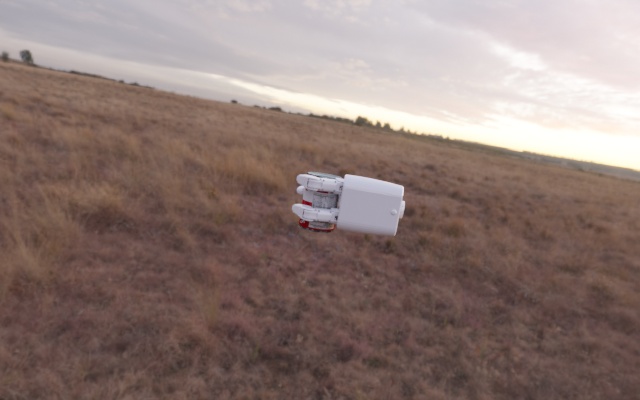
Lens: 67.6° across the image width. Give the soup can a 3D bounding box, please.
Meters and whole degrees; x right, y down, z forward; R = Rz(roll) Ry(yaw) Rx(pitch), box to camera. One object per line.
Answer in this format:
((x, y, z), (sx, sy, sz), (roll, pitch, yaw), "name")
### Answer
((0.000, 0.003, 0.885), (0.068, 0.102, 0.068), (9, 9, -1), "soup can")
